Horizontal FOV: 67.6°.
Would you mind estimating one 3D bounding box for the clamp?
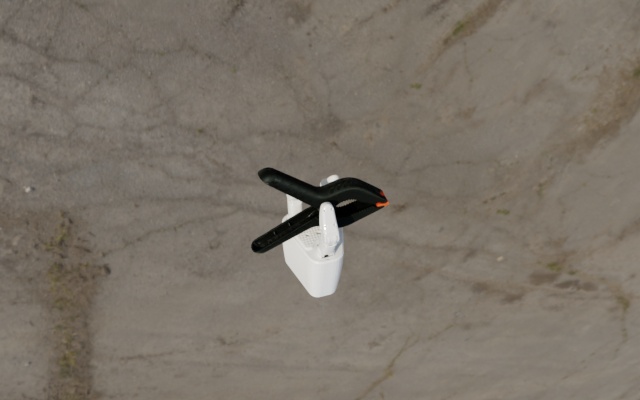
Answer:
[{"bbox_3d":[0.001,0.003,0.684,0.210,0.036,0.165,-12,-39,-14],"label":"clamp"}]
